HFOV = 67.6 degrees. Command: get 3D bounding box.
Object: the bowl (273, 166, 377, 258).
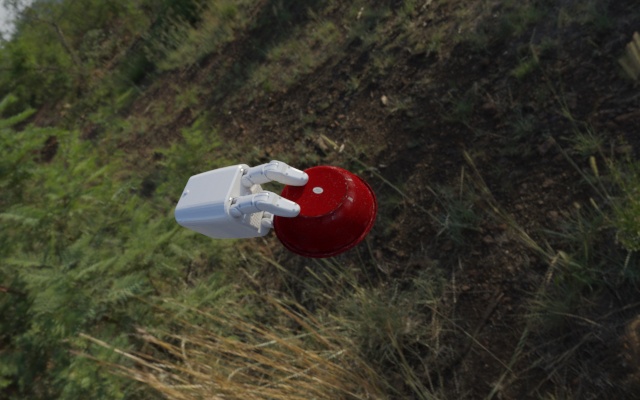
[{"bbox_3d":[0.001,0.002,0.703,0.162,0.162,0.055,0,-36,15],"label":"bowl"}]
